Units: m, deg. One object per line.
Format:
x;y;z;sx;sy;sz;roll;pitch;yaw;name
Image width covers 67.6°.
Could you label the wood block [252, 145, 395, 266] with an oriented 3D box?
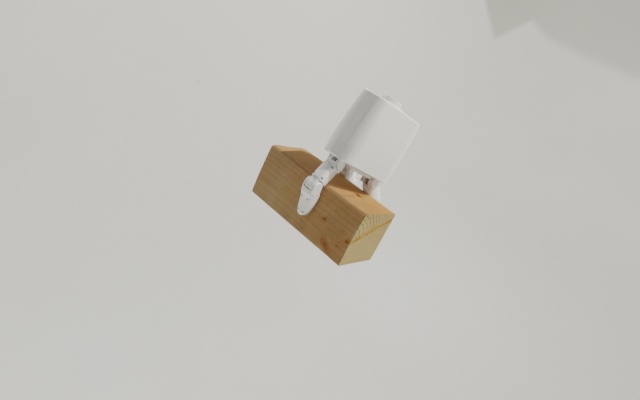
0.000;0.002;0.755;0.206;0.090;0.091;38;22;31;wood block
